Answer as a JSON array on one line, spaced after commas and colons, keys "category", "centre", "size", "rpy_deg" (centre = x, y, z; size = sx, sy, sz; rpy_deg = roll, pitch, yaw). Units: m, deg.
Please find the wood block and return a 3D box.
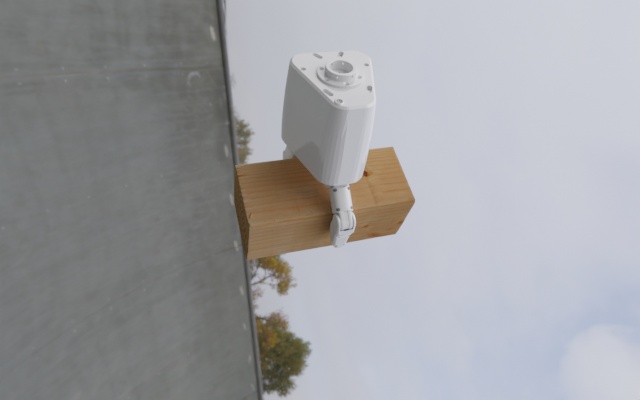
[{"category": "wood block", "centre": [0.000, 0.002, 0.609], "size": [0.206, 0.090, 0.090], "rpy_deg": [-8, -30, -16]}]
